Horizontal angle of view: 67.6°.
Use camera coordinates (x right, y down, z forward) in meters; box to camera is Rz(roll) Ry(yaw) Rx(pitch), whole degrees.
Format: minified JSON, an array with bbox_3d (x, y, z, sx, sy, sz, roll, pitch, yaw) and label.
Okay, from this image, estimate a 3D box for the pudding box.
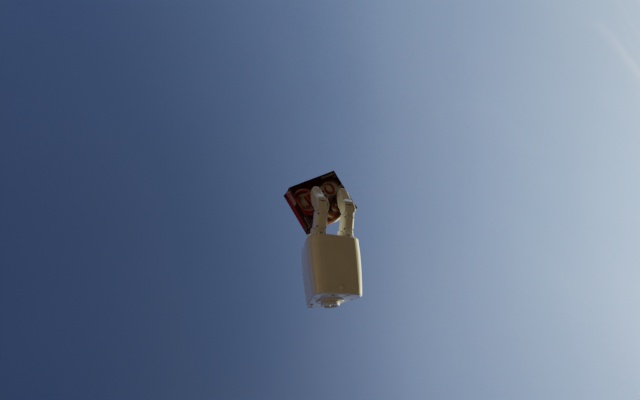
[{"bbox_3d":[0.000,0.003,0.899,0.113,0.090,0.039,-23,-14,-36],"label":"pudding box"}]
